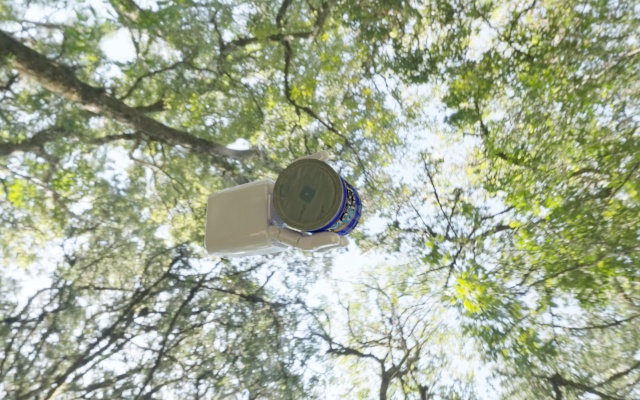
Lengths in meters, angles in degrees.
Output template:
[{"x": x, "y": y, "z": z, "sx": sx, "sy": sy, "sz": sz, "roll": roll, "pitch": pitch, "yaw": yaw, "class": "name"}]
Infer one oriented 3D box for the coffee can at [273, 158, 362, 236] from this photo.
[{"x": 0.000, "y": 0.002, "z": 0.730, "sx": 0.103, "sy": 0.103, "sz": 0.140, "roll": 0, "pitch": -10, "yaw": 17, "class": "coffee can"}]
